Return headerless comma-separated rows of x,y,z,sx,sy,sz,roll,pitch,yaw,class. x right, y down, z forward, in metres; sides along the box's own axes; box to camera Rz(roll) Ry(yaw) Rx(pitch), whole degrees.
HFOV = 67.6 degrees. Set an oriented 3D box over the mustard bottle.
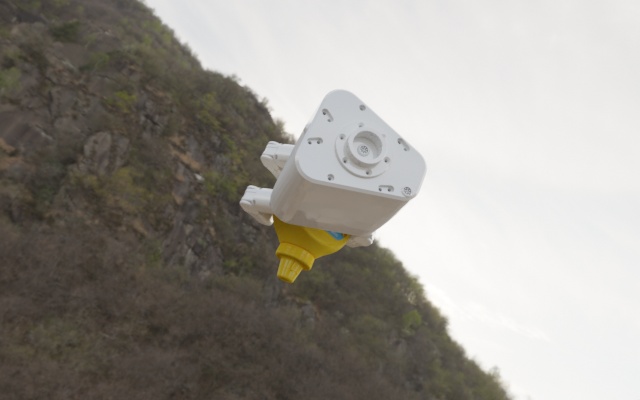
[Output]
0.000,0.002,0.530,0.096,0.191,0.058,37,-26,-28,mustard bottle
